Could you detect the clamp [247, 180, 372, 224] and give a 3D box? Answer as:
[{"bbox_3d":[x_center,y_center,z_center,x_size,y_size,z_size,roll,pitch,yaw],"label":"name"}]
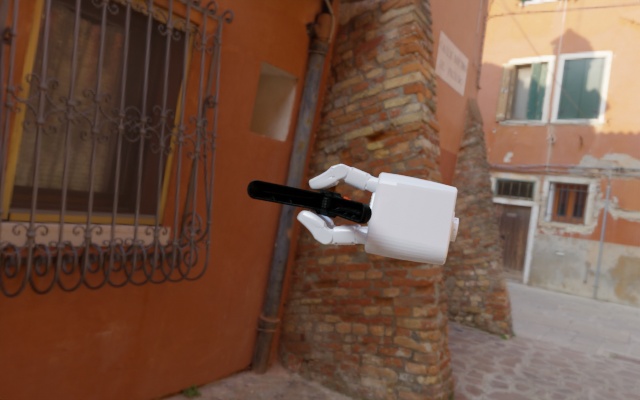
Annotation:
[{"bbox_3d":[0.001,0.001,0.674,0.164,0.036,0.210,13,2,11],"label":"clamp"}]
